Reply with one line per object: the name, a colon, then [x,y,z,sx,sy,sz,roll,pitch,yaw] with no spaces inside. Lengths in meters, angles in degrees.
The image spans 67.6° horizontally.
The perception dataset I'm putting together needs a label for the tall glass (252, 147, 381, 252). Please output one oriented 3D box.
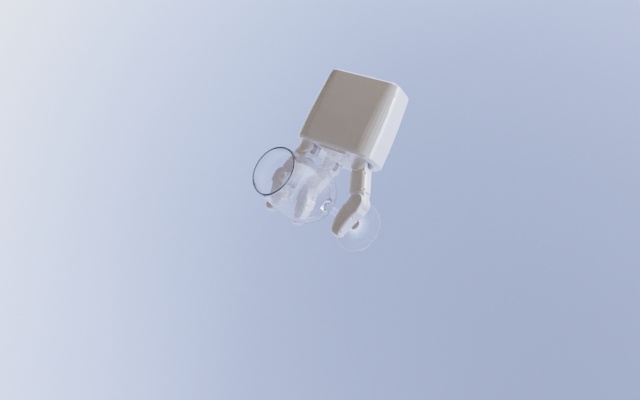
tall glass: [0.000,0.002,0.619,0.079,0.079,0.201,0,-21,36]
